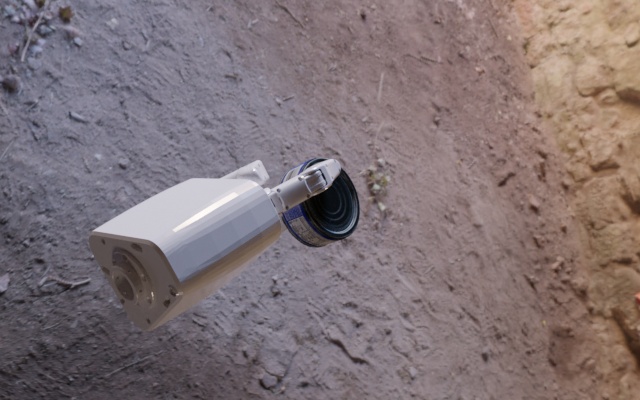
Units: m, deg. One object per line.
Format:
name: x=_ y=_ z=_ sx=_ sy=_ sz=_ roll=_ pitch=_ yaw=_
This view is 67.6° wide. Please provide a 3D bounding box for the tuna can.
tuna can: x=0.001 y=0.001 z=0.475 sx=0.034 sy=0.086 sz=0.086 roll=-23 pitch=-15 yaw=41
